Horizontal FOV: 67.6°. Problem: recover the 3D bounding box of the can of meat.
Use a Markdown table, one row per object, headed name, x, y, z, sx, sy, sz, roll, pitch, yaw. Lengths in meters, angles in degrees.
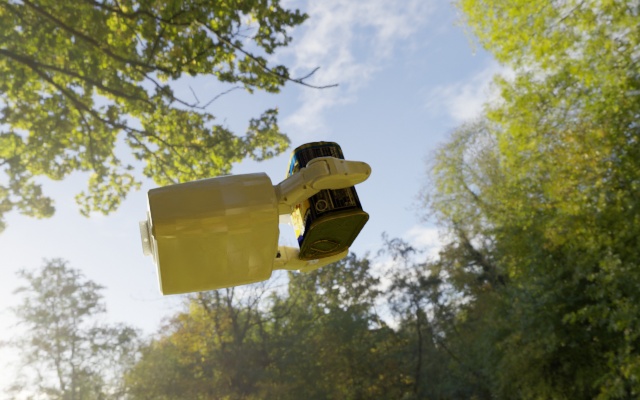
| name | x | y | z | sx | sy | sz | roll | pitch | yaw |
| --- | --- | --- | --- | --- | --- | --- | --- | --- | --- |
| can of meat | 0.000 | 0.001 | 0.476 | 0.057 | 0.084 | 0.102 | -10 | -25 | -18 |
